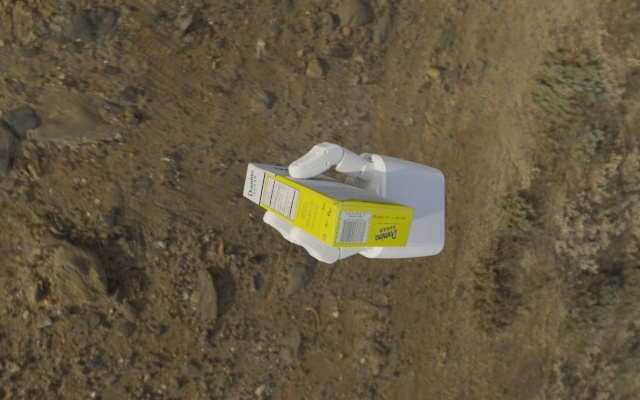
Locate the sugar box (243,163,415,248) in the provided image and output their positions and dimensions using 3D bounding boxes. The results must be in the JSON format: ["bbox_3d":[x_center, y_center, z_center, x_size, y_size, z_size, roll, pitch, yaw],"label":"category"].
[{"bbox_3d":[0.000,0.002,0.493,0.093,0.048,0.176,5,10,-35],"label":"sugar box"}]
